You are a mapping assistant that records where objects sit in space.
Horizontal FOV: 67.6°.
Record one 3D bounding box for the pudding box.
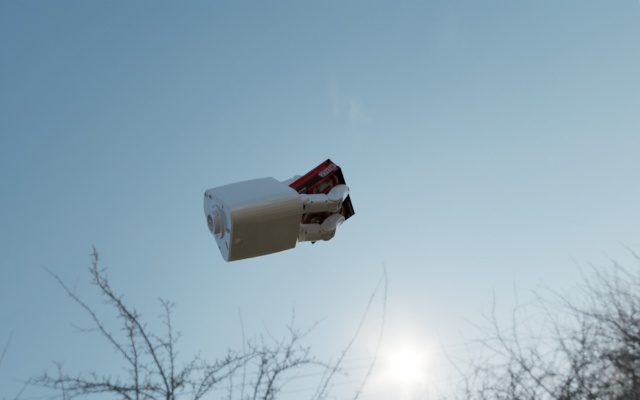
[{"bbox_3d":[0.000,0.002,0.749,0.090,0.114,0.039,-34,49,-12],"label":"pudding box"}]
